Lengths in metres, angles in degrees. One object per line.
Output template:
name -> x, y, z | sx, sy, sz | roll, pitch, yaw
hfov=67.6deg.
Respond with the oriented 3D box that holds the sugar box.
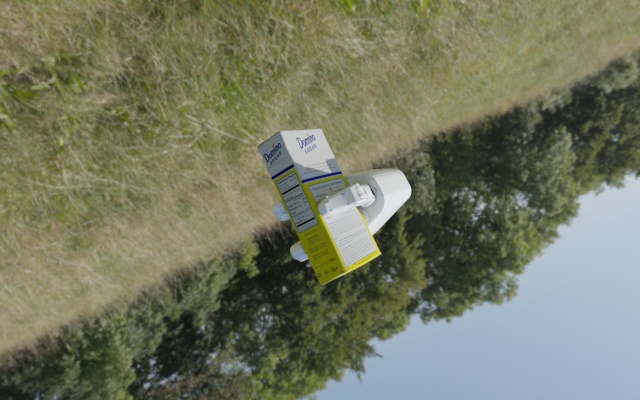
sugar box -> 0.000, 0.002, 0.569 | 0.048, 0.176, 0.093 | -31, -8, 32
